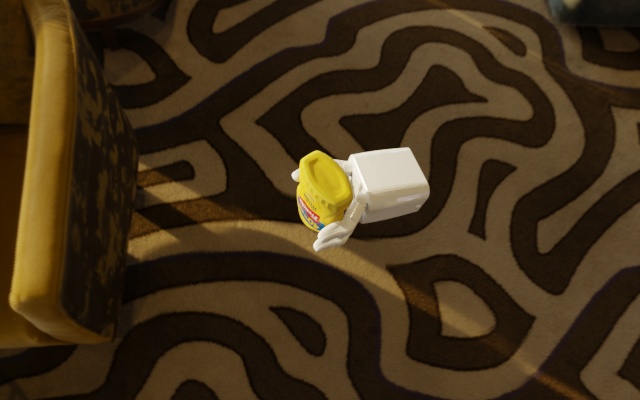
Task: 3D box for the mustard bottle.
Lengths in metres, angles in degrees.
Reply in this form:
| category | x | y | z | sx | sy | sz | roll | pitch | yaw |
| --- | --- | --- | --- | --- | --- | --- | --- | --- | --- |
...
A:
| category | x | y | z | sx | sy | sz | roll | pitch | yaw |
| --- | --- | --- | --- | --- | --- | --- | --- | --- | --- |
| mustard bottle | 0.000 | 0.003 | 0.775 | 0.058 | 0.096 | 0.192 | -34 | -15 | -18 |
